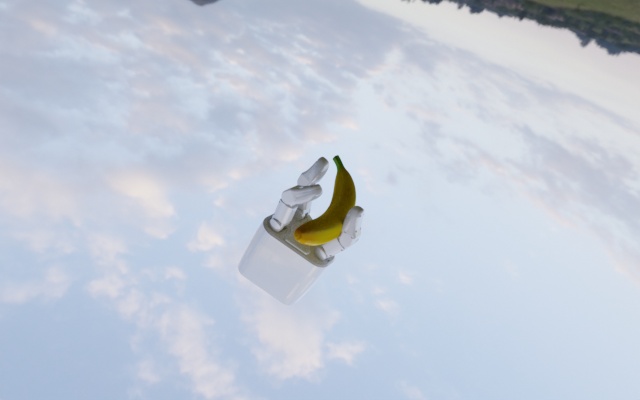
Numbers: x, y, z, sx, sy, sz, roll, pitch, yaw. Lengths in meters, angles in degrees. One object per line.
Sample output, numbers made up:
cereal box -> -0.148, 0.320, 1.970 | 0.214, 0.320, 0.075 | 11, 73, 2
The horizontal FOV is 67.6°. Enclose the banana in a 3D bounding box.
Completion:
banana -> 0.015, 0.012, 0.671 | 0.037, 0.069, 0.197 | -41, 14, 35
